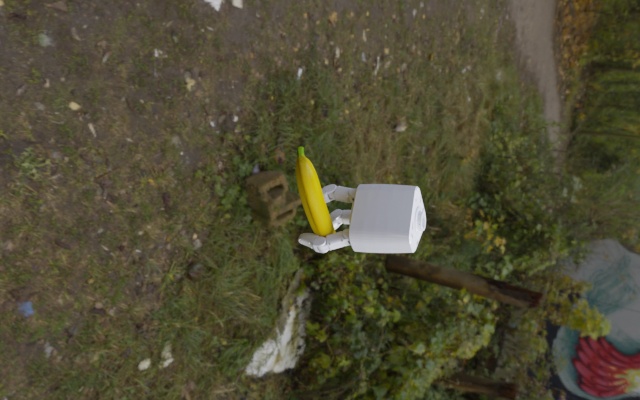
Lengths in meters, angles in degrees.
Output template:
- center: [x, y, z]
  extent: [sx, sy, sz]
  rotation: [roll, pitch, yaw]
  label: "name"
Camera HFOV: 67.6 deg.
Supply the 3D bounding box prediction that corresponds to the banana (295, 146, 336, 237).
- center: [-0.005, 0.007, 0.822]
  extent: [0.037, 0.198, 0.069]
  rotation: [-10, 19, 19]
  label: "banana"
